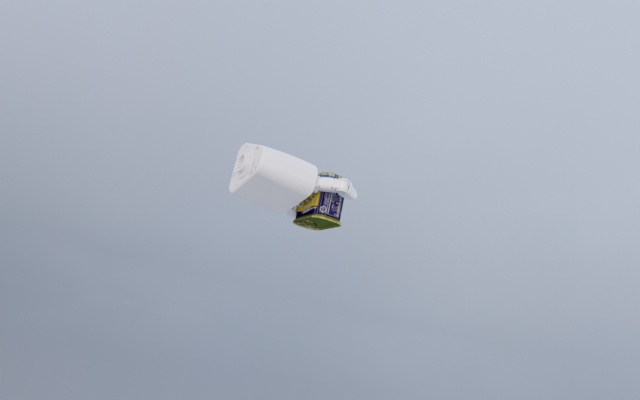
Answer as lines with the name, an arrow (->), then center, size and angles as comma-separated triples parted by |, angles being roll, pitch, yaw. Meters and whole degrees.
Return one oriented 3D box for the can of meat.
can of meat -> 0.000, 0.002, 0.847 | 0.057, 0.084, 0.102 | 20, -18, -26
